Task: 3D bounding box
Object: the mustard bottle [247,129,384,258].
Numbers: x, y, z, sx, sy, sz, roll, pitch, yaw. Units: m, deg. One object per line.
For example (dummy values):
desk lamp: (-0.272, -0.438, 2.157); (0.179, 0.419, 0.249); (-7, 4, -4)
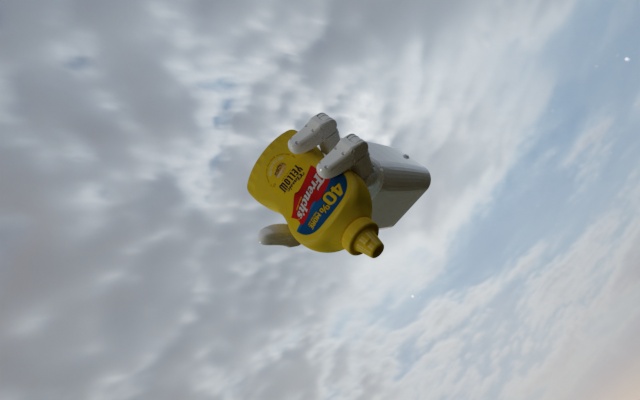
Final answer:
mustard bottle: (0.000, 0.002, 0.527); (0.191, 0.096, 0.058); (41, 4, 38)
